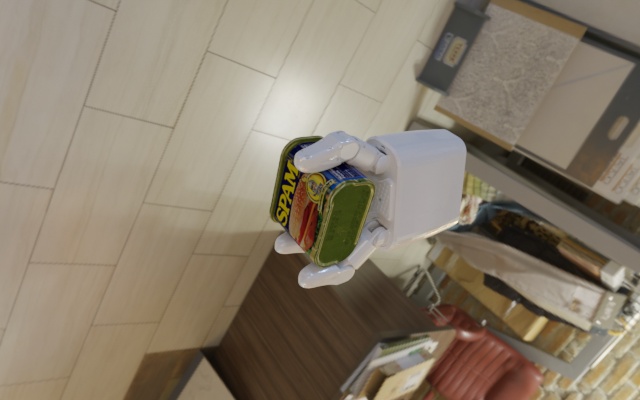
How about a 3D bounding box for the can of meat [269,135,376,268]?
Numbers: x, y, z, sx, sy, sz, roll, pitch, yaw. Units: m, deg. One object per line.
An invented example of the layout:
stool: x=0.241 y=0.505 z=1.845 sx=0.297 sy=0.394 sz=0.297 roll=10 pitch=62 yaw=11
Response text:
can of meat: x=0.000 y=0.002 z=0.465 sx=0.057 sy=0.102 sz=0.084 roll=-10 pitch=39 yaw=-36
